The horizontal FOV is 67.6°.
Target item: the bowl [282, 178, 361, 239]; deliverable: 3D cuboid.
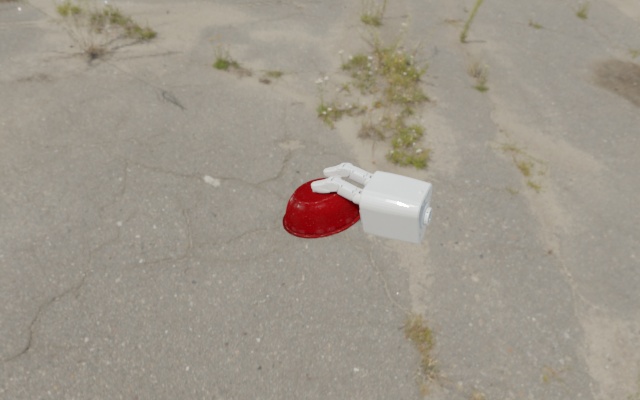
[{"bbox_3d":[-0.001,0.003,0.897,0.162,0.055,0.162,-11,29,7],"label":"bowl"}]
